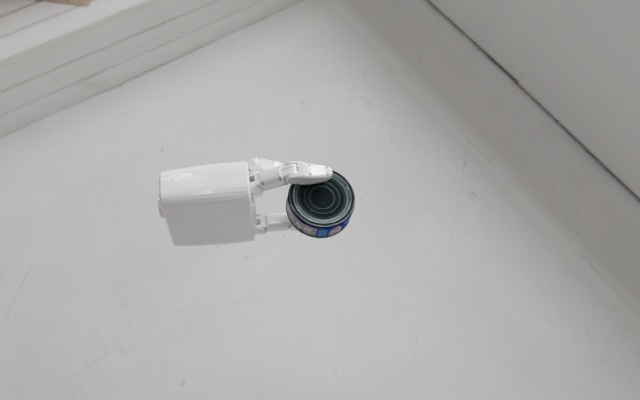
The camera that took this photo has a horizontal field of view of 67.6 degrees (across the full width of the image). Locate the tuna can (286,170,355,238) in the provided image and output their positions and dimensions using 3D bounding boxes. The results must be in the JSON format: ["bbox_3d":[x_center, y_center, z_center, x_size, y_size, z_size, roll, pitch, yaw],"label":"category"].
[{"bbox_3d":[0.000,0.002,0.599,0.086,0.086,0.034,0,-27,-9],"label":"tuna can"}]
